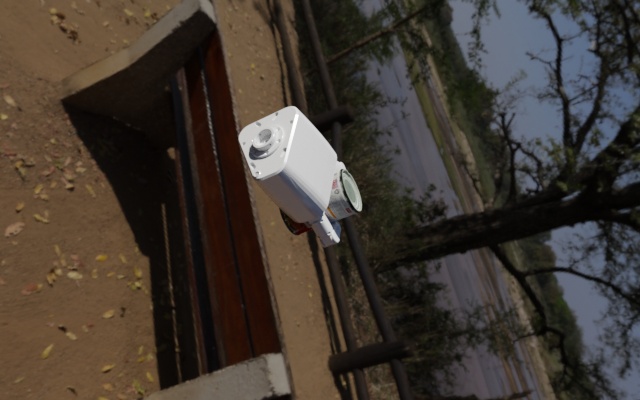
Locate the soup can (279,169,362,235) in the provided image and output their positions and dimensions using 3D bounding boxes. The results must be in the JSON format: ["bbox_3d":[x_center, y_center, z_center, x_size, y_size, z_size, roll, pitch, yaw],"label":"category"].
[{"bbox_3d":[0.001,0.002,0.689,0.102,0.068,0.068,-21,-7,19],"label":"soup can"}]
